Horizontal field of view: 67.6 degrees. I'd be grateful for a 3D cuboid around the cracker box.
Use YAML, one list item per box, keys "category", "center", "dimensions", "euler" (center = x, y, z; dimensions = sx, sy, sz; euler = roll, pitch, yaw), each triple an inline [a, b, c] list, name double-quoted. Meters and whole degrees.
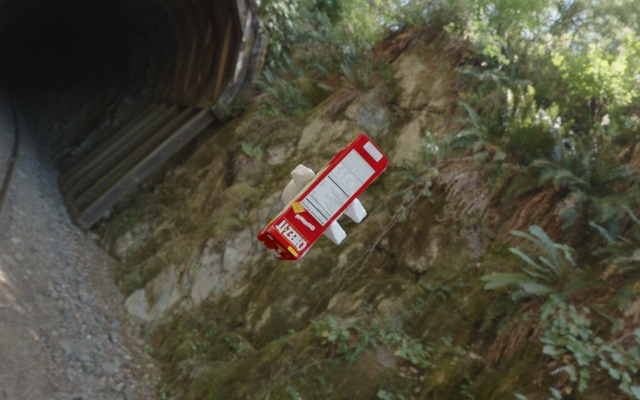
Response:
- category: "cracker box"
  center: [0.000, 0.002, 0.780]
  dimensions: [0.213, 0.072, 0.164]
  euler: [-46, 4, -14]
